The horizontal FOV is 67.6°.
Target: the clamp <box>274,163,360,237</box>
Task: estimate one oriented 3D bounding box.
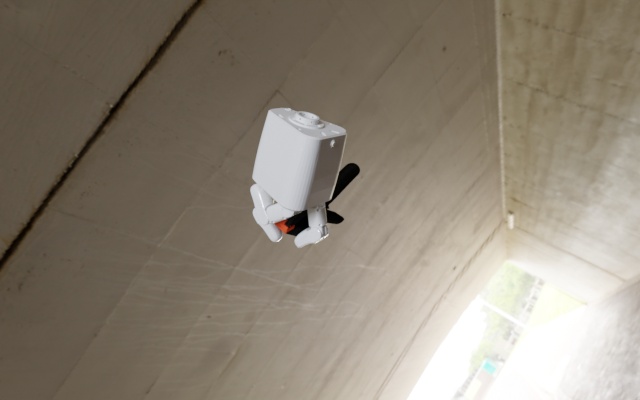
[{"bbox_3d":[0.000,0.002,0.751,0.039,0.120,0.171,29,28,27],"label":"clamp"}]
